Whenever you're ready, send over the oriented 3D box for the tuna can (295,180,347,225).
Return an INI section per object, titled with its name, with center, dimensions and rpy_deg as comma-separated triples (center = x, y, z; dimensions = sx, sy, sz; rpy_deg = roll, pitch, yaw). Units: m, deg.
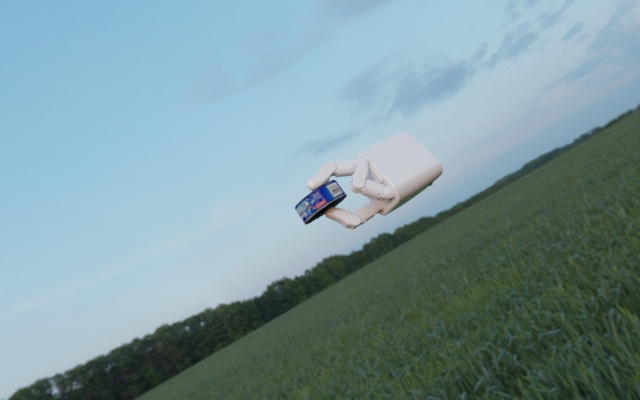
[tuna can]
center = 0.000, 0.002, 0.792
dimensions = 0.086, 0.033, 0.086
rpy_deg = -34, -8, -5
